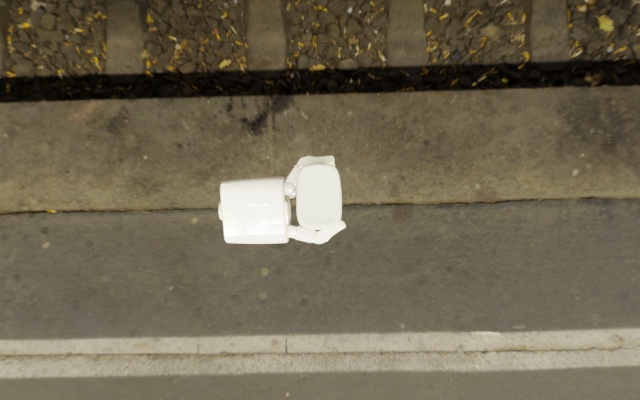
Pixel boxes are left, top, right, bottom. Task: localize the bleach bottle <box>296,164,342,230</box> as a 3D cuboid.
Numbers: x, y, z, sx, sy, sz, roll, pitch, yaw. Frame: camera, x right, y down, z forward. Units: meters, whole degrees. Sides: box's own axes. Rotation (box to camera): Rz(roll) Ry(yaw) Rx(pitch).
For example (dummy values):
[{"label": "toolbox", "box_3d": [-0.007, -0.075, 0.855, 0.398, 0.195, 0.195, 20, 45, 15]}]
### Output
[{"label": "bleach bottle", "box_3d": [0.000, 0.003, 0.825, 0.068, 0.102, 0.251, -1, -5, 1]}]
